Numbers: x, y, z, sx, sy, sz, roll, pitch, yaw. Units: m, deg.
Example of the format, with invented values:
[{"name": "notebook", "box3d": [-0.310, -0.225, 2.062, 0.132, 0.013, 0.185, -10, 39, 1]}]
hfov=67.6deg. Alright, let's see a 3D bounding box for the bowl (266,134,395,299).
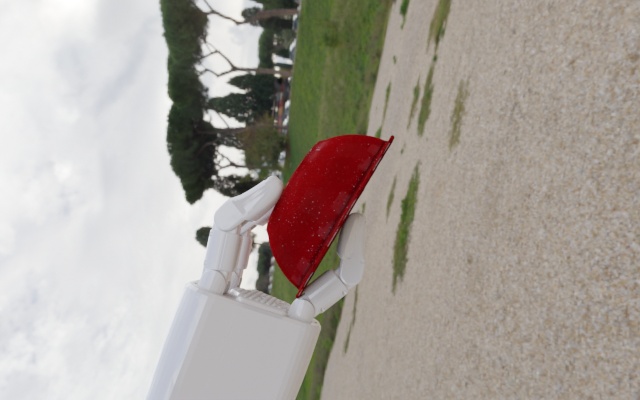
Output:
[{"name": "bowl", "box3d": [0.000, 0.000, 0.415, 0.055, 0.162, 0.162, 31, 2, 4]}]
